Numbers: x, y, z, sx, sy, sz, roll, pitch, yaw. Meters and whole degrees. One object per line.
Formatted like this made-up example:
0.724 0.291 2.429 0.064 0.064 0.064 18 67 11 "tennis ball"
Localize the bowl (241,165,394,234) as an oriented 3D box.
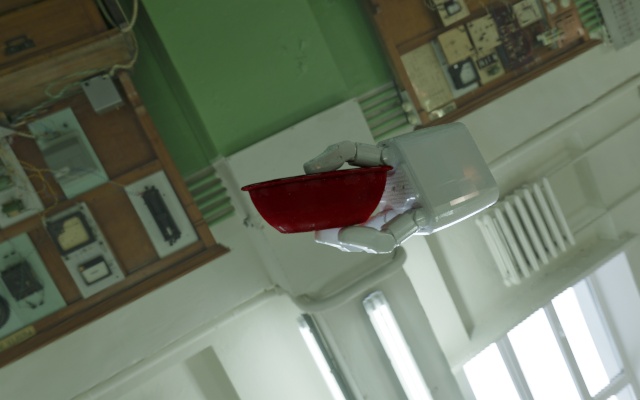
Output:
-0.001 0.002 0.505 0.162 0.055 0.162 -8 0 0 "bowl"
